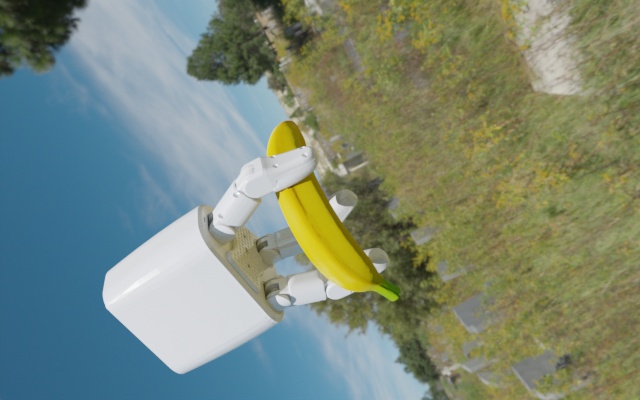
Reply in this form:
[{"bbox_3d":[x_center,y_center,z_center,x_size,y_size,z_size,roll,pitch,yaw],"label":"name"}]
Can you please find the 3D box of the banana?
[{"bbox_3d":[-0.008,0.000,0.391,0.037,0.197,0.070,-38,-28,17],"label":"banana"}]
